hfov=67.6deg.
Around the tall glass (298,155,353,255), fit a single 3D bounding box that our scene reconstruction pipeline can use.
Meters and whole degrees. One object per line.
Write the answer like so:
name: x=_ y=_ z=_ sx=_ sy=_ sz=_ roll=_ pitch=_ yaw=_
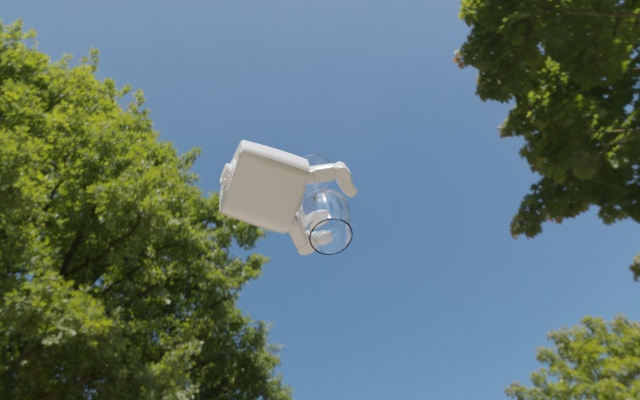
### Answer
tall glass: x=0.000 y=0.002 z=0.750 sx=0.079 sy=0.079 sz=0.201 roll=0 pitch=29 yaw=-10
